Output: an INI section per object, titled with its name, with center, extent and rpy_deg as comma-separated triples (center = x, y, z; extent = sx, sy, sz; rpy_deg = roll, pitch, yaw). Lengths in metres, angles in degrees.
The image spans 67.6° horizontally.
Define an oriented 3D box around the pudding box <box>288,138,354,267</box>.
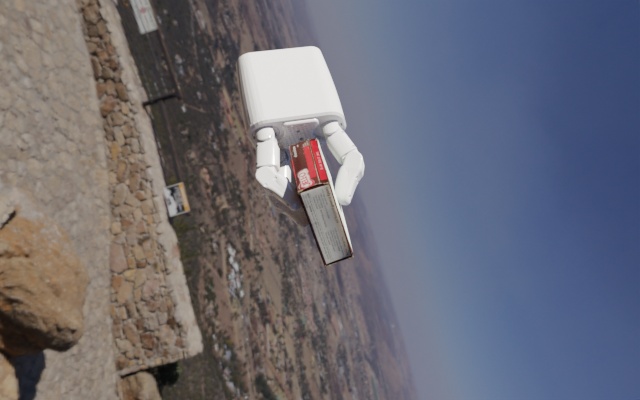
[pudding box]
center = 0.000, 0.002, 0.527
extent = 0.039, 0.114, 0.090
rpy_deg = -18, 38, 4
